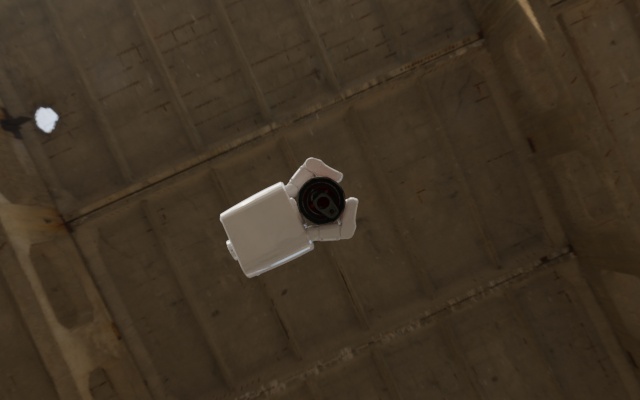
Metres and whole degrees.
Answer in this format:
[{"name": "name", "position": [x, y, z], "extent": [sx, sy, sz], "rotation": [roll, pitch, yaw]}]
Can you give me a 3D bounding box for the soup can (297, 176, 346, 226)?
[{"name": "soup can", "position": [0.000, 0.002, 0.704], "extent": [0.068, 0.068, 0.102], "rotation": [0, -2, -1]}]
